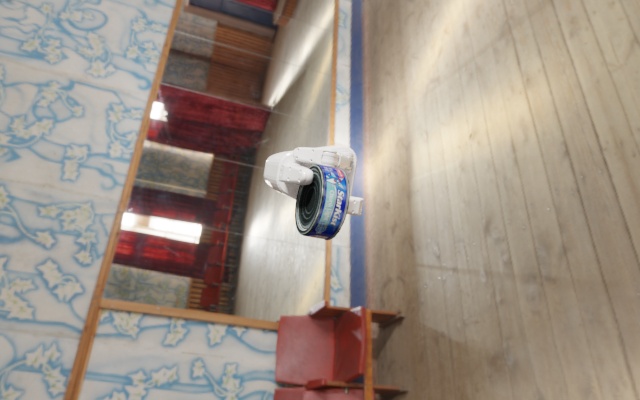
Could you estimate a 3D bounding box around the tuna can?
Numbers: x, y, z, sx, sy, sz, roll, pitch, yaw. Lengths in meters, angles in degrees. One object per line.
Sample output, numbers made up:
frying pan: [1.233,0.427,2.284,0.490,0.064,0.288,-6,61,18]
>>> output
tuna can: [0.000,0.002,0.559,0.034,0.086,0.086,11,-4,-22]
